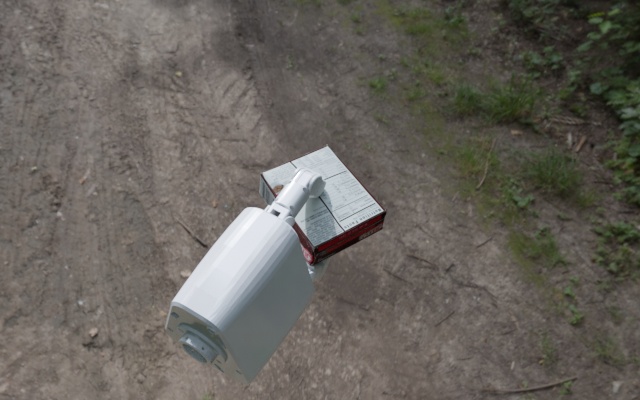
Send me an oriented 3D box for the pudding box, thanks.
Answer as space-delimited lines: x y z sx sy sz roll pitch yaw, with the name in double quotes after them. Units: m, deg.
0.000 0.002 0.502 0.090 0.113 0.039 -24 -31 -22 "pudding box"
